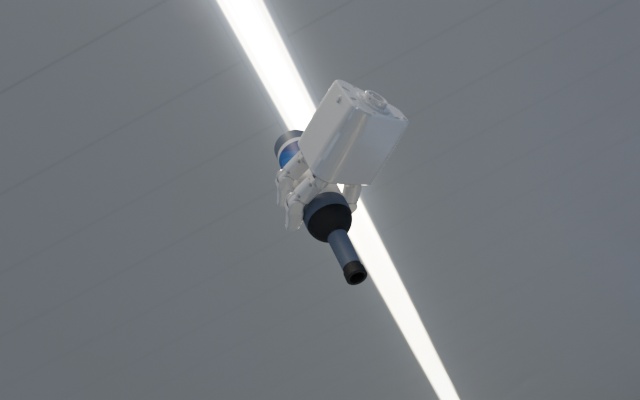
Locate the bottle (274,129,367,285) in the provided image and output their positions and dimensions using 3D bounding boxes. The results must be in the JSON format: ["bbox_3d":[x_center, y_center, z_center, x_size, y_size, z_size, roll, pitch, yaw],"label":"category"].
[{"bbox_3d":[0.000,0.002,0.685,0.069,0.069,0.295,0,39,-23],"label":"bottle"}]
